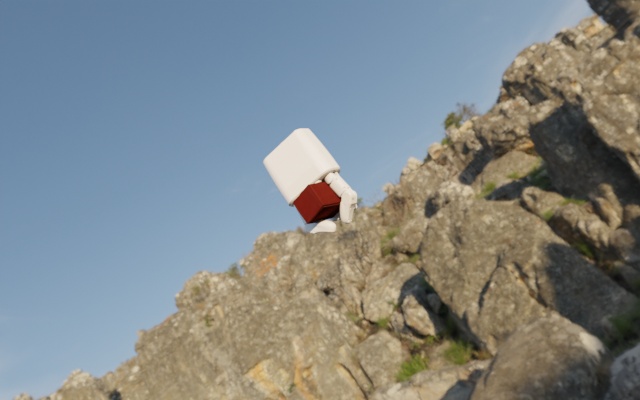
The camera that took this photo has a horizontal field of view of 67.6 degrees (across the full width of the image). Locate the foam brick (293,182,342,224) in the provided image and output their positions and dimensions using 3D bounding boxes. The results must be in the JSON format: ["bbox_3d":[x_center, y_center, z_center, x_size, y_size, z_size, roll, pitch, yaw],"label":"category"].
[{"bbox_3d":[0.000,0.003,0.862,0.078,0.051,0.053,-11,-30,-52],"label":"foam brick"}]
